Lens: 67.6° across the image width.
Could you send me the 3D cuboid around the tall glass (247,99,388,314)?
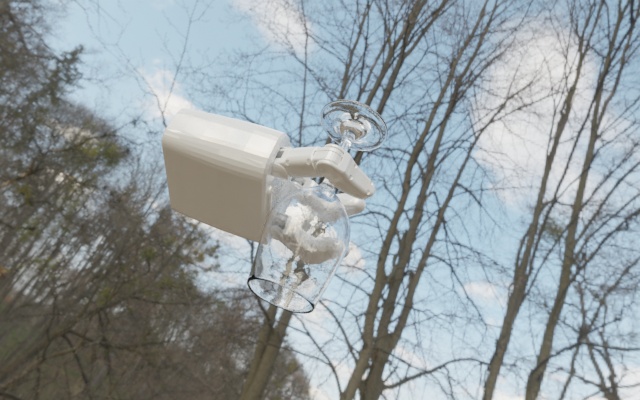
[{"bbox_3d":[0.000,0.001,0.449,0.079,0.201,0.079,17,-30,10],"label":"tall glass"}]
